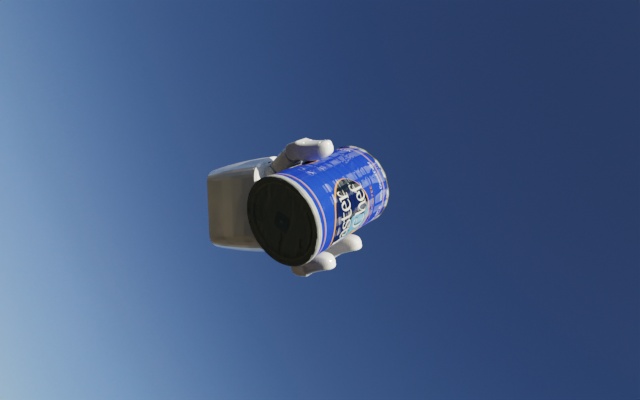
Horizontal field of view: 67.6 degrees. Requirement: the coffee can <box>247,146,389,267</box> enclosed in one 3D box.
[{"bbox_3d":[0.000,0.002,0.556,0.103,0.103,0.140,0,18,40],"label":"coffee can"}]
